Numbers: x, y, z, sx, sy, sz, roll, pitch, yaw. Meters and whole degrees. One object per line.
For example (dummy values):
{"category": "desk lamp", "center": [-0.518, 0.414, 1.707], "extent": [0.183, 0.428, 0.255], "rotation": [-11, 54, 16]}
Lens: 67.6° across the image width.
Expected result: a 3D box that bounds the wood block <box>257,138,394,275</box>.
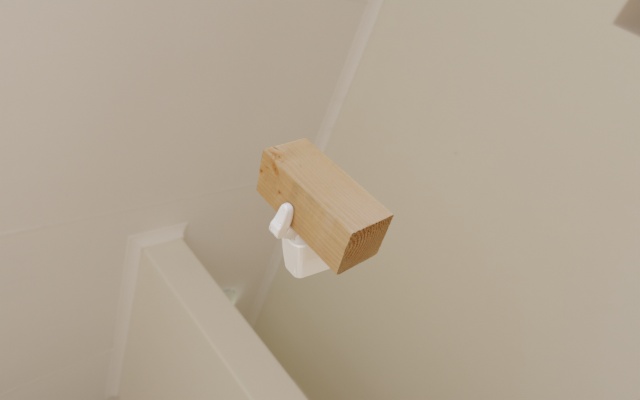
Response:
{"category": "wood block", "center": [0.000, 0.003, 0.739], "extent": [0.091, 0.090, 0.206], "rotation": [-22, 53, -37]}
